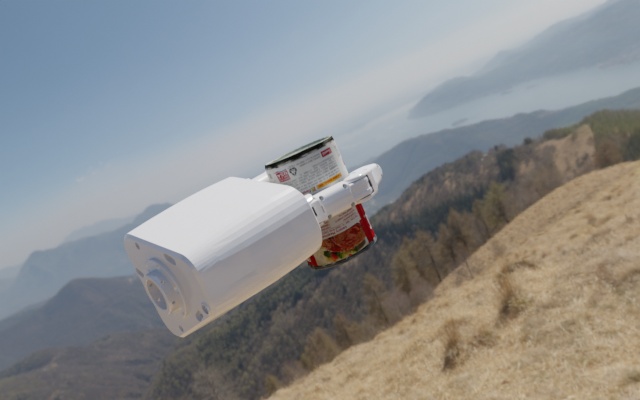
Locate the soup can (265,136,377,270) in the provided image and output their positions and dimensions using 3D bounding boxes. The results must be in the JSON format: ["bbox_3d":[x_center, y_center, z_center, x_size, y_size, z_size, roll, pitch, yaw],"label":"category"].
[{"bbox_3d":[0.000,0.001,0.430,0.068,0.102,0.068,-23,10,4],"label":"soup can"}]
